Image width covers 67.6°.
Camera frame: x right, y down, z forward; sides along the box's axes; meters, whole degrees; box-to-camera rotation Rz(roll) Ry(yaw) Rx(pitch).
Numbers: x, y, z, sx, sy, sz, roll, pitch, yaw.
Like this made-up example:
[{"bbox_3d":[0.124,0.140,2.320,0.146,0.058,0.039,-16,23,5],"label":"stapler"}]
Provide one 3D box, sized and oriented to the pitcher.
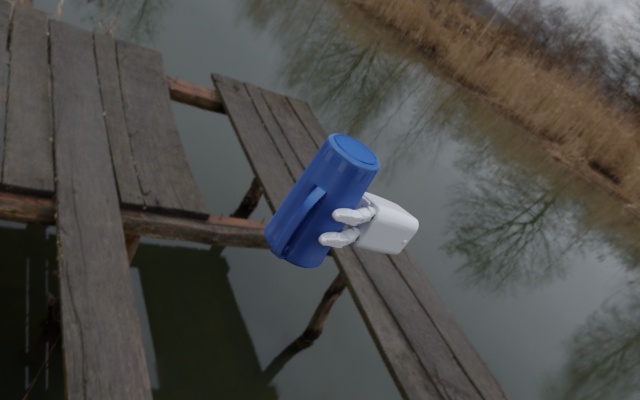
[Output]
[{"bbox_3d":[0.000,0.003,0.885,0.145,0.243,0.149,18,30,-28],"label":"pitcher"}]
